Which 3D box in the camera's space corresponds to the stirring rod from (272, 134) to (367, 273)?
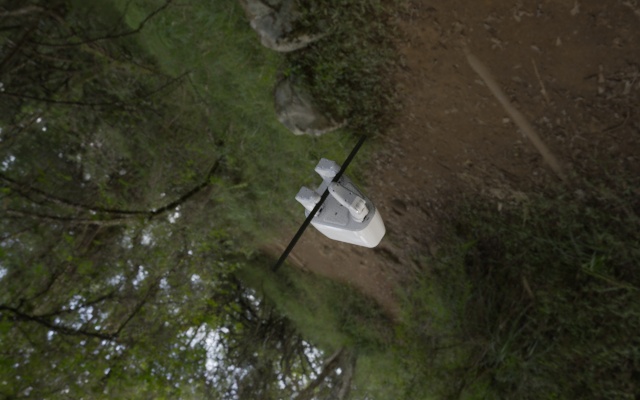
[{"bbox_3d":[0.000,0.002,0.694,0.011,0.239,0.011,33,-9,6],"label":"stirring rod"}]
